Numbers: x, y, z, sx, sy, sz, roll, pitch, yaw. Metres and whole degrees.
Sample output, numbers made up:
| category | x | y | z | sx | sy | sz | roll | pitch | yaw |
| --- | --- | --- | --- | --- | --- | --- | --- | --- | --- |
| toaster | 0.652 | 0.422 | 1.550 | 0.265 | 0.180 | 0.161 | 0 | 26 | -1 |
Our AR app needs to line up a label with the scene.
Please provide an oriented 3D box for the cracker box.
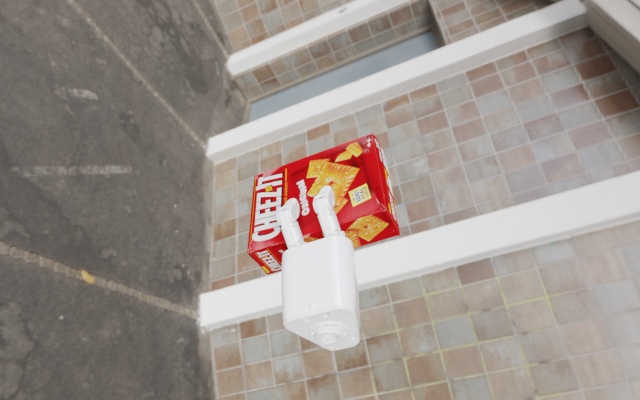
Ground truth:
| category | x | y | z | sx | sy | sz | roll | pitch | yaw |
| --- | --- | --- | --- | --- | --- | --- | --- | --- | --- |
| cracker box | 0.000 | 0.002 | 0.723 | 0.214 | 0.164 | 0.072 | -18 | -45 | 16 |
